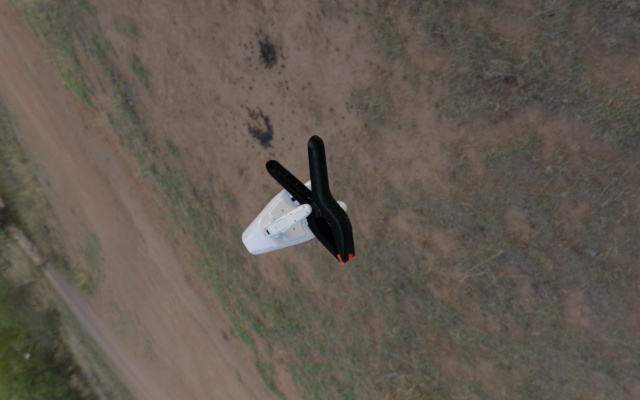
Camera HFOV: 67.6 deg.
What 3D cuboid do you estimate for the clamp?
[{"bbox_3d":[0.000,0.003,0.747,0.036,0.210,0.164,-32,1,-30],"label":"clamp"}]
